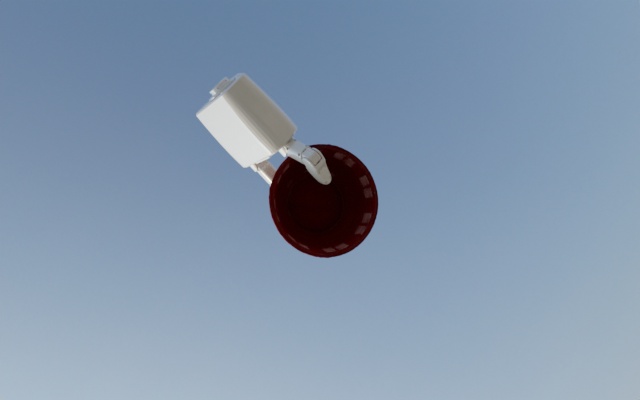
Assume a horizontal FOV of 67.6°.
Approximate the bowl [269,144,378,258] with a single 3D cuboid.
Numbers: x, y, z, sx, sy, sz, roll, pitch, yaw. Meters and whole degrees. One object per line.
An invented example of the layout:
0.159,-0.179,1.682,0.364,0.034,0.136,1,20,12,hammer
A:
0.001,0.003,0.697,0.162,0.162,0.055,0,-6,-16,bowl
